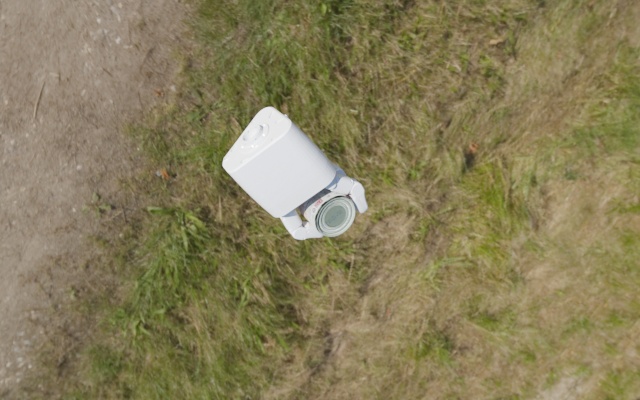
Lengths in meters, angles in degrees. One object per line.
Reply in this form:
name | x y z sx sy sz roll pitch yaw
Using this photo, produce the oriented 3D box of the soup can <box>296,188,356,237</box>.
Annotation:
soup can | 0.000 0.003 0.724 0.068 0.068 0.102 0 25 -31
